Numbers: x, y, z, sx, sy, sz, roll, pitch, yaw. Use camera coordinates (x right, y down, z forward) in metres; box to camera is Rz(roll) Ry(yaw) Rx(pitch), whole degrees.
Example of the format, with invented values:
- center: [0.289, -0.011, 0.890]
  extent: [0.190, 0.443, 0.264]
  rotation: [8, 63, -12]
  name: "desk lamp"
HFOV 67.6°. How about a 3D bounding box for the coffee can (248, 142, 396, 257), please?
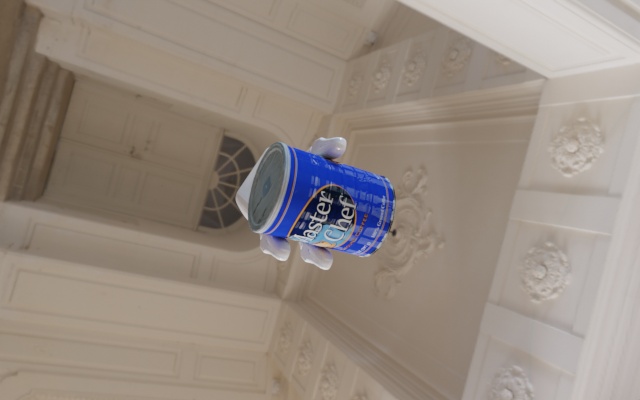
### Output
- center: [0.000, 0.002, 0.552]
  extent: [0.140, 0.103, 0.103]
  rotation: [16, -7, -24]
  name: "coffee can"
